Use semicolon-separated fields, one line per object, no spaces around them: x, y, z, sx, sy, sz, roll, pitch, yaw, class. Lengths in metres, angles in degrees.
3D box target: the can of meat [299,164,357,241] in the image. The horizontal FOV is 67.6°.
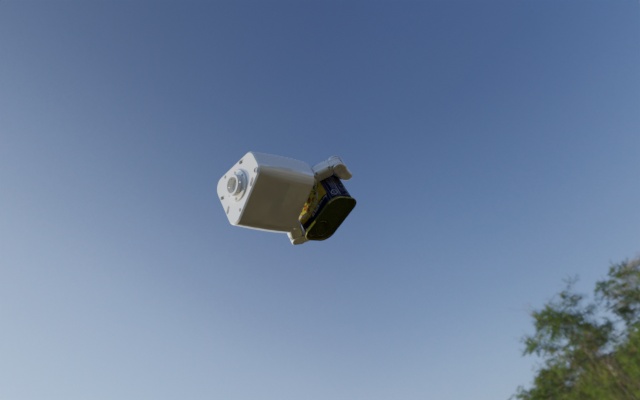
0.000;0.002;0.795;0.057;0.084;0.102;6;-49;-41;can of meat
